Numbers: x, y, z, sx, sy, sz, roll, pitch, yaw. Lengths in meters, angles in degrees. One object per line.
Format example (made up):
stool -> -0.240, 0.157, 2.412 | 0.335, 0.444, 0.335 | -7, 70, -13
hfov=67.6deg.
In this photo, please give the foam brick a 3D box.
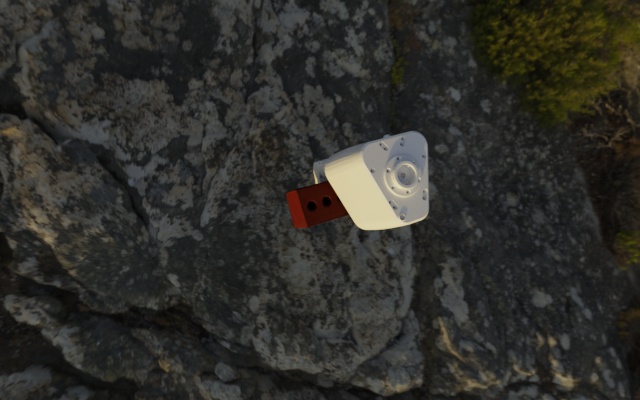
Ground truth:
foam brick -> 0.000, 0.002, 0.652 | 0.078, 0.053, 0.051 | -17, 4, -21
